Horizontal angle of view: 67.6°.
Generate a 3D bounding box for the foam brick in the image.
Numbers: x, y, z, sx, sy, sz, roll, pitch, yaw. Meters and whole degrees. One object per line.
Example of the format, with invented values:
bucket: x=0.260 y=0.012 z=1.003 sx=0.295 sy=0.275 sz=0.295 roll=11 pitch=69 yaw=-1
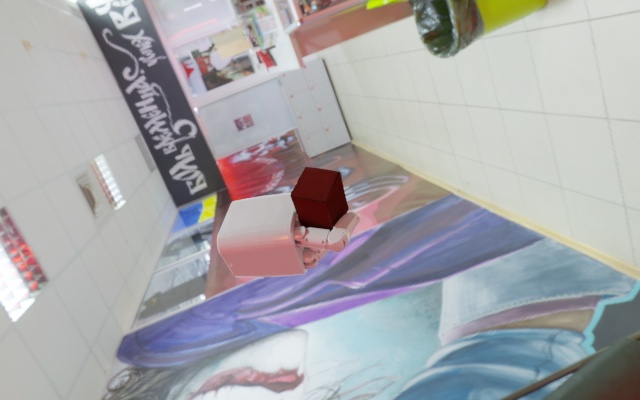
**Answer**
foam brick: x=0.000 y=0.002 z=0.630 sx=0.051 sy=0.053 sz=0.078 roll=12 pitch=-35 yaw=22
